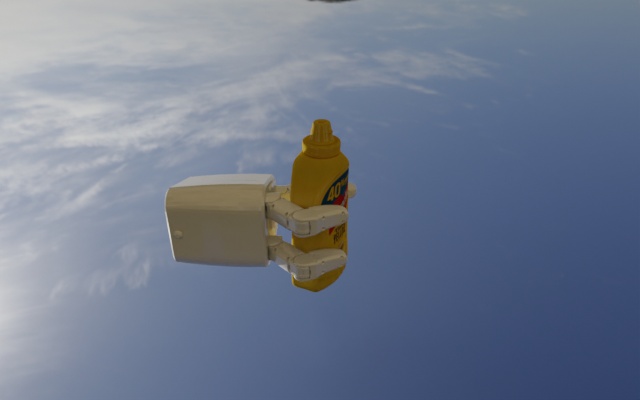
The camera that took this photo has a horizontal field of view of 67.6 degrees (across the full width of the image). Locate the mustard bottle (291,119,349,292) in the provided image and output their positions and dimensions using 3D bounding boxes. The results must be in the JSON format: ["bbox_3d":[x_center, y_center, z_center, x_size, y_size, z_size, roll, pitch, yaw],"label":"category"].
[{"bbox_3d":[0.000,0.002,0.540,0.058,0.192,0.096,14,32,23],"label":"mustard bottle"}]
